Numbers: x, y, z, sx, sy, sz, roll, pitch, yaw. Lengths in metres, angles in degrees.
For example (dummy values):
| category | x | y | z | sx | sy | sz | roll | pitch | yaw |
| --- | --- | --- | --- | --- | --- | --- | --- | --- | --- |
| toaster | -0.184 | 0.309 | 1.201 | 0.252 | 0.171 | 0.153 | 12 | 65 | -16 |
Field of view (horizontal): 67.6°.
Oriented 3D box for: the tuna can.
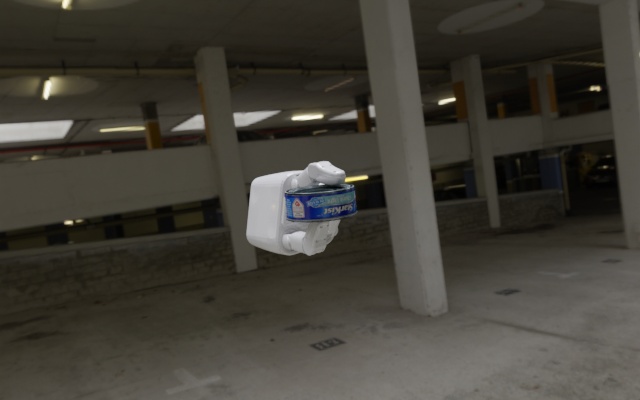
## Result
| category | x | y | z | sx | sy | sz | roll | pitch | yaw |
| --- | --- | --- | --- | --- | --- | --- | --- | --- | --- |
| tuna can | 0.000 | 0.001 | 0.567 | 0.086 | 0.034 | 0.086 | -5 | 8 | 1 |
